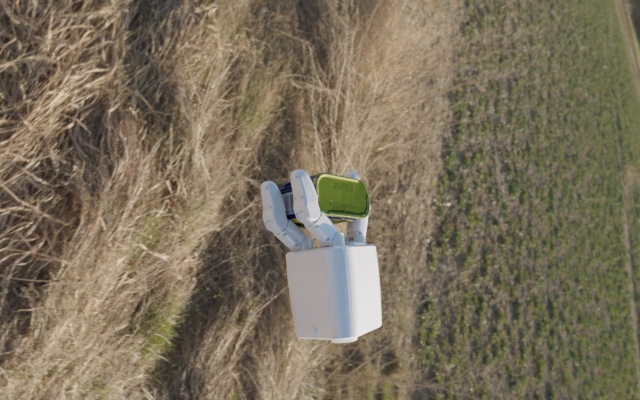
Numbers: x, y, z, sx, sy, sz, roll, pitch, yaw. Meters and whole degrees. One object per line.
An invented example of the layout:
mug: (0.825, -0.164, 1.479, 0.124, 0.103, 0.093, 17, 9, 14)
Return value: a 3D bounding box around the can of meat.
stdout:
can of meat: (0.000, 0.002, 0.605, 0.102, 0.057, 0.084, 7, -14, -44)
